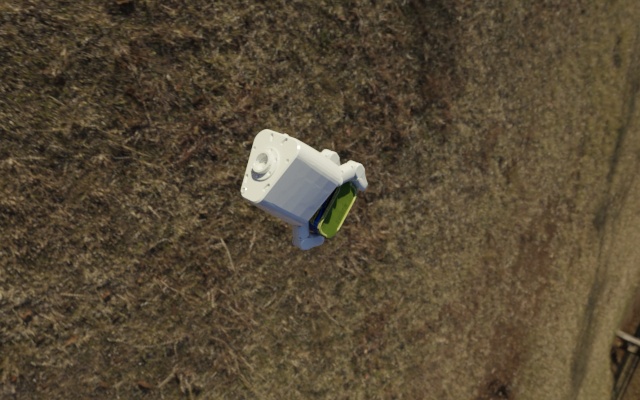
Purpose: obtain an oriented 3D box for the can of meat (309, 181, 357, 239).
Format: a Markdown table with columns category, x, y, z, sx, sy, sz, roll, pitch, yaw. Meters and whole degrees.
| category | x | y | z | sx | sy | sz | roll | pitch | yaw |
| --- | --- | --- | --- | --- | --- | --- | --- | --- | --- |
| can of meat | 0.000 | 0.003 | 0.778 | 0.084 | 0.102 | 0.057 | 24 | -6 | 39 |
